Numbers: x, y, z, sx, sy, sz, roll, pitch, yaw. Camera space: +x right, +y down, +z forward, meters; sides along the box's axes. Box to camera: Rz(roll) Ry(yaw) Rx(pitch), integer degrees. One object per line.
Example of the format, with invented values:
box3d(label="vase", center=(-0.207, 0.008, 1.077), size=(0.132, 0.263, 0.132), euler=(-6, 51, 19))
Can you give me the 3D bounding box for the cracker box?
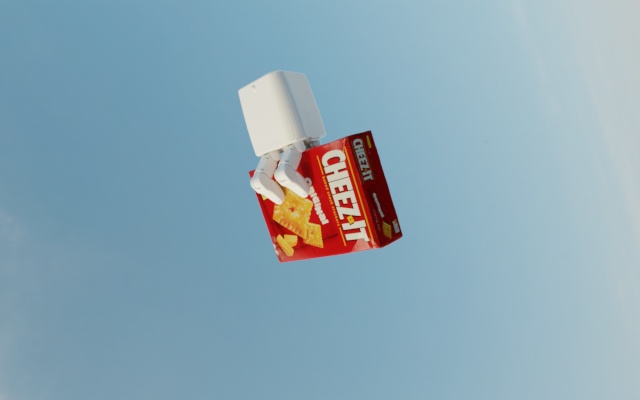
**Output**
box3d(label="cracker box", center=(0.000, 0.002, 0.736), size=(0.214, 0.164, 0.072), euler=(-14, 6, 42))
